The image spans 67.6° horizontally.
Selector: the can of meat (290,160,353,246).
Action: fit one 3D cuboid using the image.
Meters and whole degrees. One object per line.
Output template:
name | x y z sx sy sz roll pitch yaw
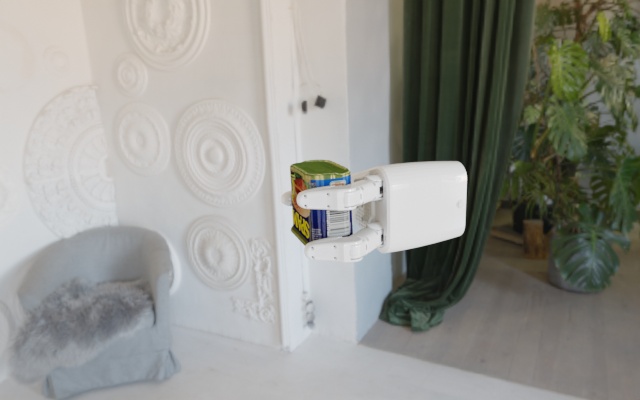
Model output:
can of meat | 0.000 0.001 0.547 0.057 0.084 0.102 -7 15 -17
